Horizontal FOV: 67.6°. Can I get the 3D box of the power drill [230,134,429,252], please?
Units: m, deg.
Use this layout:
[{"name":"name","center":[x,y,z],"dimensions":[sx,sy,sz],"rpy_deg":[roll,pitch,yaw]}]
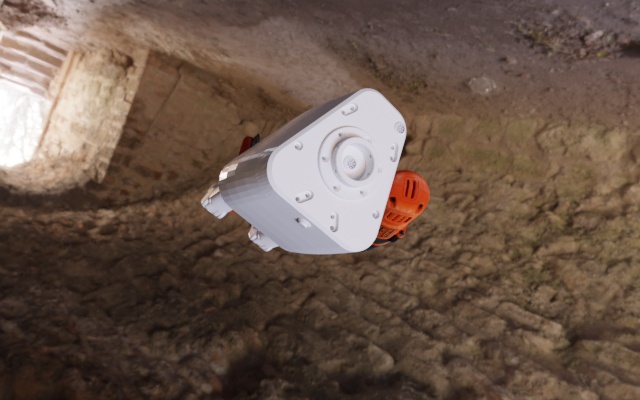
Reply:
[{"name":"power drill","center":[0.000,0.002,0.507],"dimensions":[0.187,0.057,0.184],"rpy_deg":[13,-23,-7]}]
